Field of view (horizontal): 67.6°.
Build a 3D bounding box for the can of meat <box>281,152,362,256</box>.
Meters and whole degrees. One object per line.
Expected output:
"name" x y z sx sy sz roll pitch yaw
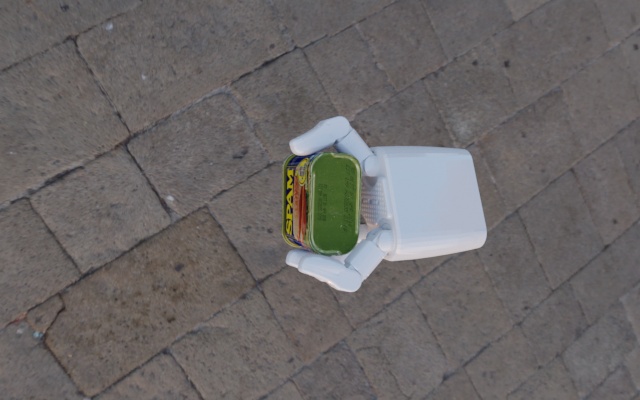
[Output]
"can of meat" 0.000 0.001 0.477 0.057 0.102 0.084 0 3 -21
